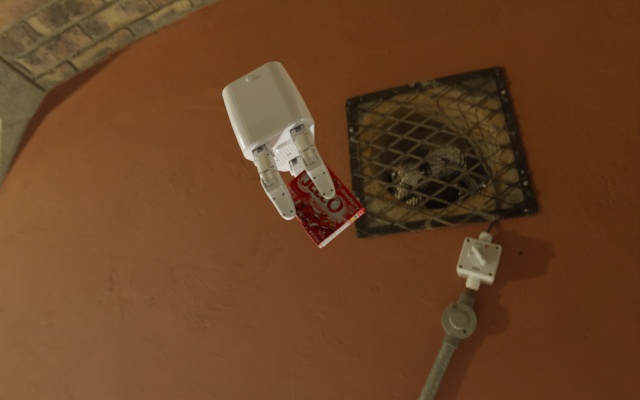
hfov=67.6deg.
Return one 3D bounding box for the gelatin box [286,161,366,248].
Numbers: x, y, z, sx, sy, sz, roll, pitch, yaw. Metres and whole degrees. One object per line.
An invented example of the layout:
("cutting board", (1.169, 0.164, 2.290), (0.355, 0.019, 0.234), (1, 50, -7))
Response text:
("gelatin box", (0.000, 0.002, 0.595), (0.073, 0.089, 0.030), (-40, -17, 1))
